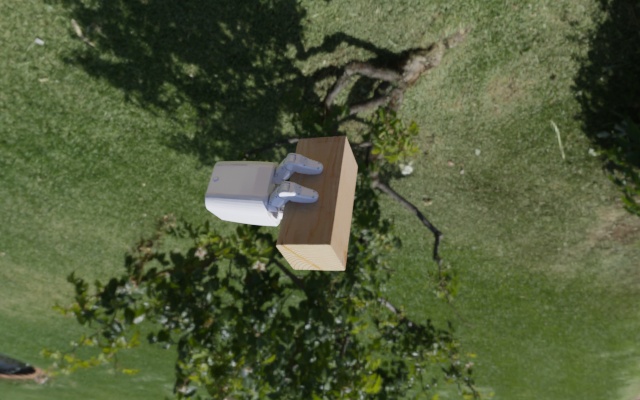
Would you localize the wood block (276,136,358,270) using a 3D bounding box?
[{"bbox_3d":[0.000,0.003,0.791,0.090,0.206,0.091,-2,-33,18],"label":"wood block"}]
